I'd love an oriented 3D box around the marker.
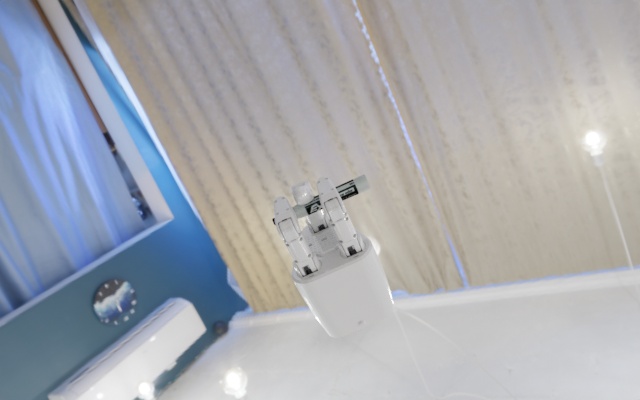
[{"bbox_3d":[0.000,0.002,0.559,0.121,0.020,0.020,-24,-2,3],"label":"marker"}]
